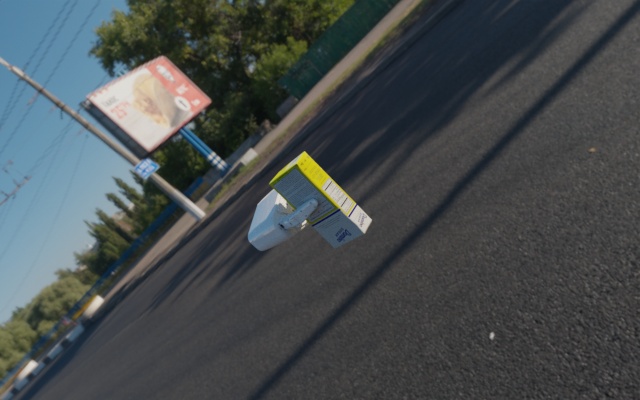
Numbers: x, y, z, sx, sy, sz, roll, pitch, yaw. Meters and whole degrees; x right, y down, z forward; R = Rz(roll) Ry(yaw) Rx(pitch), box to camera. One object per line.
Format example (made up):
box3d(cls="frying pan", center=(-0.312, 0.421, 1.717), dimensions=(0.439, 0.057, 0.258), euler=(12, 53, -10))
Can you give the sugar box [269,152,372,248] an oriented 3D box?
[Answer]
box3d(cls="sugar box", center=(0.000, 0.002, 0.866), dimensions=(0.093, 0.176, 0.048), euler=(-32, 19, 48))
